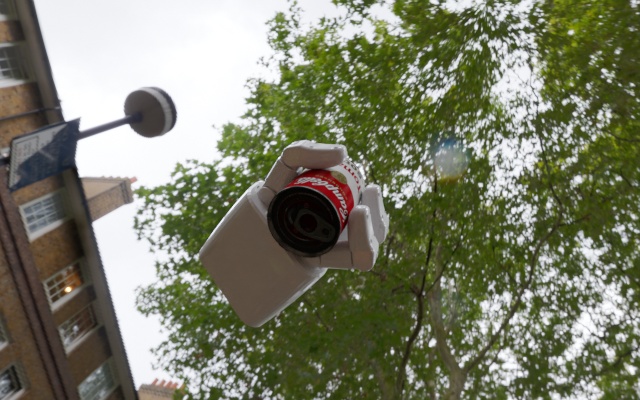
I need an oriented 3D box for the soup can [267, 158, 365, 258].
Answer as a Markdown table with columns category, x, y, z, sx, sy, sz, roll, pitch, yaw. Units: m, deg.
| category | x | y | z | sx | sy | sz | roll | pitch | yaw |
| --- | --- | --- | --- | --- | --- | --- | --- | --- | --- |
| soup can | 0.000 | 0.001 | 0.457 | 0.068 | 0.068 | 0.102 | 0 | 21 | 19 |
